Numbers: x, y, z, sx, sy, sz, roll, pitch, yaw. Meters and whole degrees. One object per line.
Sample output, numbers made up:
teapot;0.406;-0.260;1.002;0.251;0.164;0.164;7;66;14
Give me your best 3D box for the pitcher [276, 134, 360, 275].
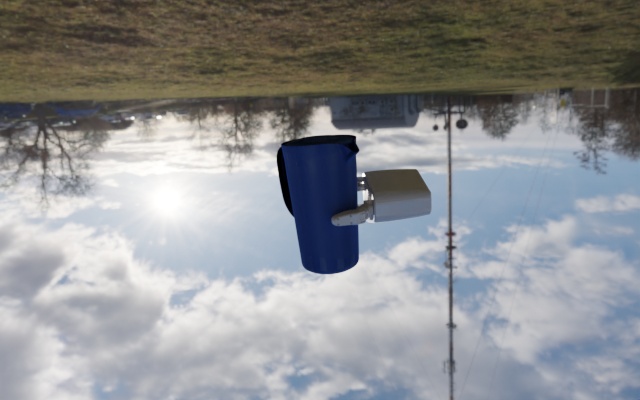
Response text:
pitcher;0.000;0.003;0.871;0.145;0.243;0.149;-6;14;-4
